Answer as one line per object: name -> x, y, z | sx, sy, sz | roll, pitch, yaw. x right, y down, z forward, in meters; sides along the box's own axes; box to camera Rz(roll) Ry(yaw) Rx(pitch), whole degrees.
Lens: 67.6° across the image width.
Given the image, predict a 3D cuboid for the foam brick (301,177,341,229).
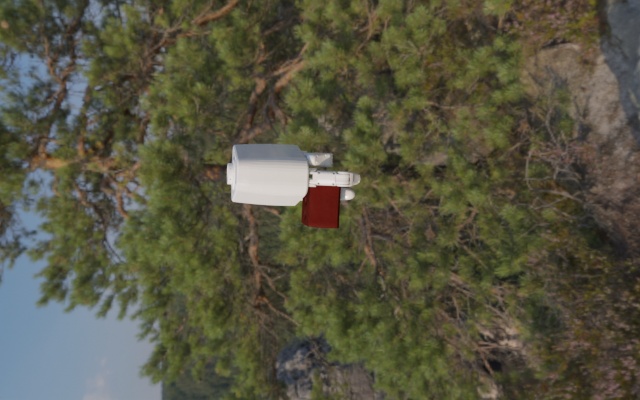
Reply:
foam brick -> 0.000, 0.003, 0.763 | 0.051, 0.078, 0.053 | 1, 5, -15
